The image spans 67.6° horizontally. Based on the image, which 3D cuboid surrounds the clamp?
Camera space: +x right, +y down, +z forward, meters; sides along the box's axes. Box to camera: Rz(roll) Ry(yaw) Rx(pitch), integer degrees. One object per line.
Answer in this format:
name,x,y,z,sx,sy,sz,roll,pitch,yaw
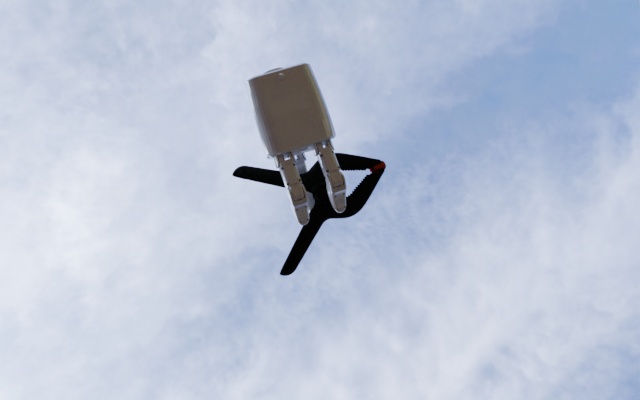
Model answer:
clamp,0.000,0.002,0.678,0.210,0.164,0.036,-19,3,-10
